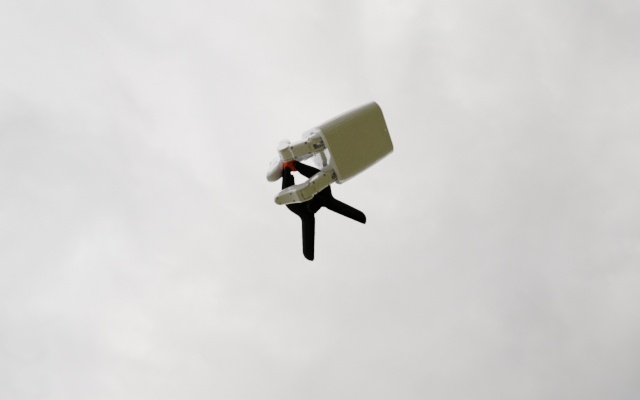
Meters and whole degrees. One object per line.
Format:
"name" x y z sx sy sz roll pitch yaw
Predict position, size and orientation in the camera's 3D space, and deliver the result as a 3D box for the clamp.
"clamp" 0.000 0.002 0.758 0.120 0.171 0.039 -29 26 -15
